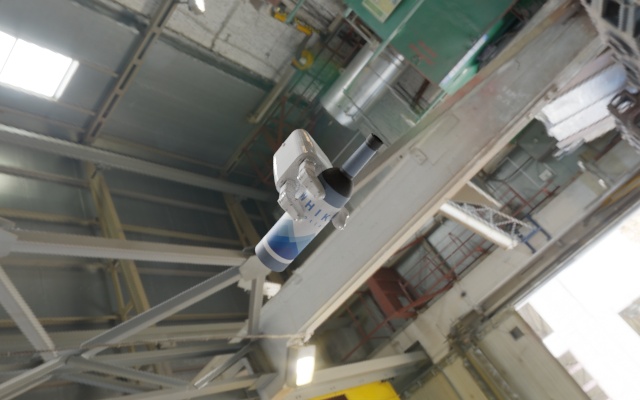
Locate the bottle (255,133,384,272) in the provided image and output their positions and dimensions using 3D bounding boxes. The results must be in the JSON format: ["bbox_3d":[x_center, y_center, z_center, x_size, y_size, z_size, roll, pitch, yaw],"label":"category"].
[{"bbox_3d":[0.000,0.003,0.819,0.296,0.069,0.069,-48,-22,21],"label":"bottle"}]
